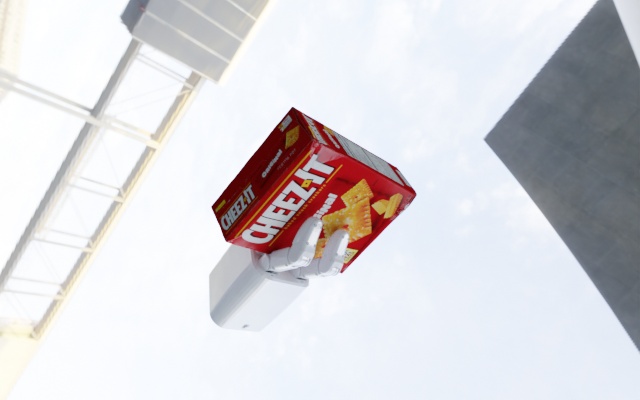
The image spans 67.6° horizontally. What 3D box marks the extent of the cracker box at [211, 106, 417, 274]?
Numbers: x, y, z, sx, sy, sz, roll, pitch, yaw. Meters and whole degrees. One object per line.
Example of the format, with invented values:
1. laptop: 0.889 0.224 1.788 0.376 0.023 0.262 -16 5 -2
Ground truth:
1. cracker box: 0.000 0.002 0.605 0.214 0.164 0.072 22 27 -45
